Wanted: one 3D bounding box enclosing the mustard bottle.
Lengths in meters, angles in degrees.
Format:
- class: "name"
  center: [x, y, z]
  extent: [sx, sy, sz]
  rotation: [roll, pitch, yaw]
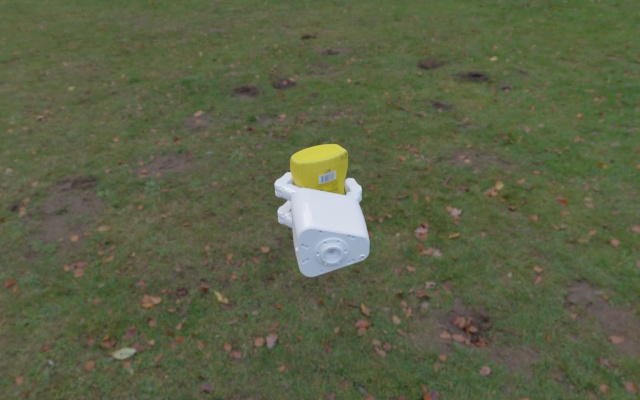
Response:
- class: "mustard bottle"
  center: [0.000, 0.002, 0.830]
  extent: [0.096, 0.192, 0.058]
  rotation: [-19, 35, -26]
